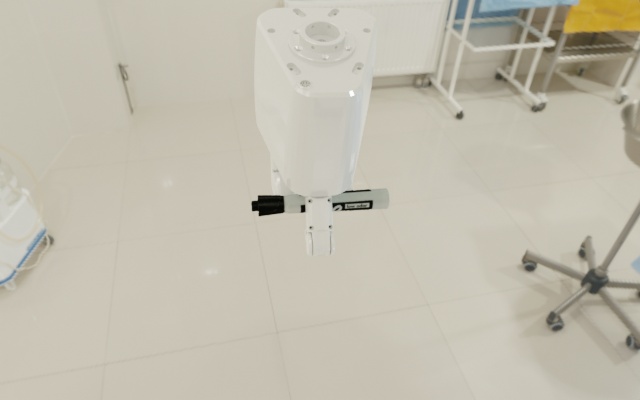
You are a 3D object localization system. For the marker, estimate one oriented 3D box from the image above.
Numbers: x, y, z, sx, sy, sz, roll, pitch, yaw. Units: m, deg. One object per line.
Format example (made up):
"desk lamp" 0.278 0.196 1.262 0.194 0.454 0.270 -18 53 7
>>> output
"marker" 0.000 0.001 0.421 0.121 0.020 0.020 -3 0 -7
